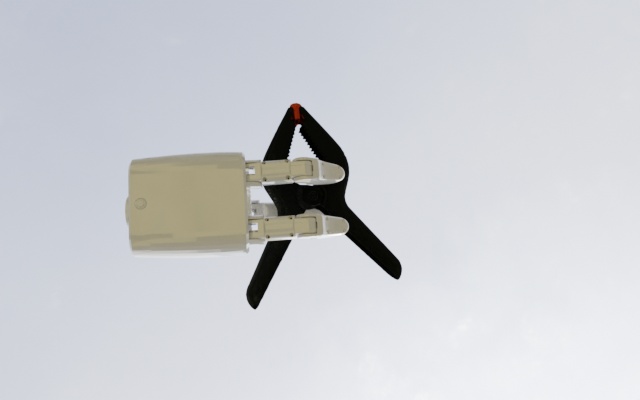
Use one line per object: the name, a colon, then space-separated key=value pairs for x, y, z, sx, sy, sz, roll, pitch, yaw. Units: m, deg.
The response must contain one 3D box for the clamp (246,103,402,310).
clamp: x=0.000 y=0.001 z=0.504 sx=0.164 sy=0.210 sz=0.036 roll=-2 pitch=-9 yaw=-13
